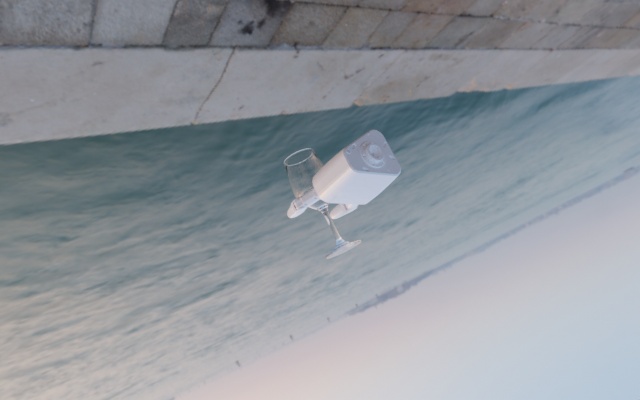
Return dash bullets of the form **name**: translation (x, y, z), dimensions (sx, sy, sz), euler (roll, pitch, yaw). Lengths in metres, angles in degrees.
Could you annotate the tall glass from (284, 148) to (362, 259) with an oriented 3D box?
- **tall glass**: translation (0.000, 0.004, 0.894), dimensions (0.079, 0.201, 0.079), euler (-25, -13, -6)
